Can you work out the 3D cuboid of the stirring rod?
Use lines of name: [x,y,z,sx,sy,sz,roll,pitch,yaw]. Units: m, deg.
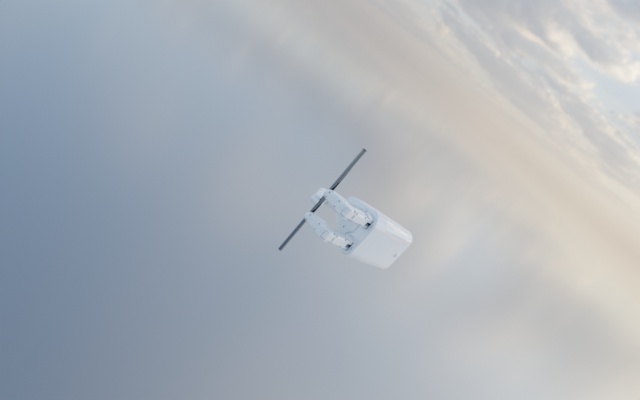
stirring rod: [0.000,0.003,0.832,0.011,0.239,0.011,35,20,-15]
